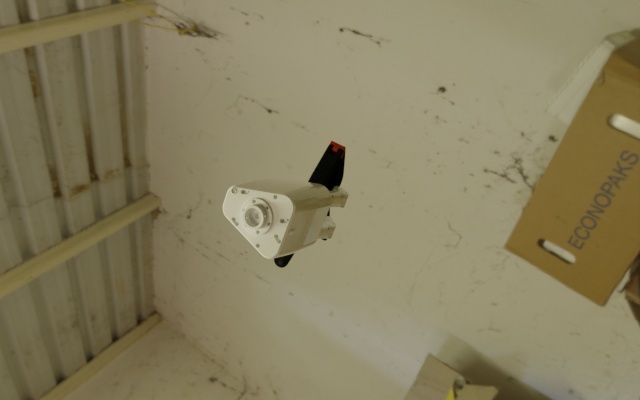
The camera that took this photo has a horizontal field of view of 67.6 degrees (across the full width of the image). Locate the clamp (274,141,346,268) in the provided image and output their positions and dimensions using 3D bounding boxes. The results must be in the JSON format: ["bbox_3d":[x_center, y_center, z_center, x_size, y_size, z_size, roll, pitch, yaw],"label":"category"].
[{"bbox_3d":[0.000,0.002,0.797,0.036,0.210,0.164,27,17,19],"label":"clamp"}]
